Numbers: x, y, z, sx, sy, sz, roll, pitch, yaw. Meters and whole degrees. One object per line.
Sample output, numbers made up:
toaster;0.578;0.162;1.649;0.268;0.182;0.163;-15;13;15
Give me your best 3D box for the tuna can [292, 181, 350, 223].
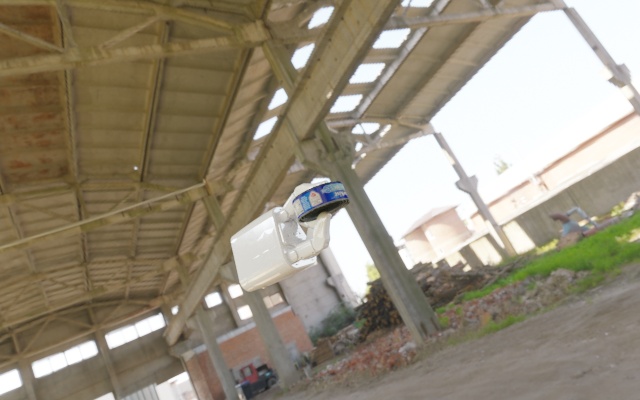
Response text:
tuna can;0.000;0.002;0.738;0.086;0.033;0.086;-21;-12;-5
